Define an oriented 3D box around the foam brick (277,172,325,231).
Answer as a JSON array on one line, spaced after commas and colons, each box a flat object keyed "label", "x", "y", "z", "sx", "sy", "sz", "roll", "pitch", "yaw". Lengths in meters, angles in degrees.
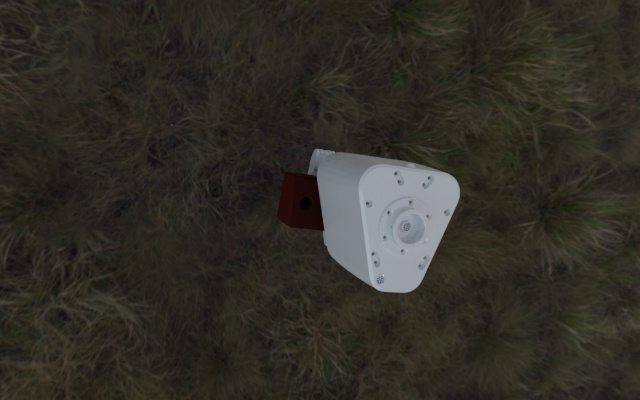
[{"label": "foam brick", "x": 0.000, "y": 0.002, "z": 0.502, "sx": 0.078, "sy": 0.053, "sz": 0.051, "roll": 6, "pitch": 7, "yaw": -17}]
